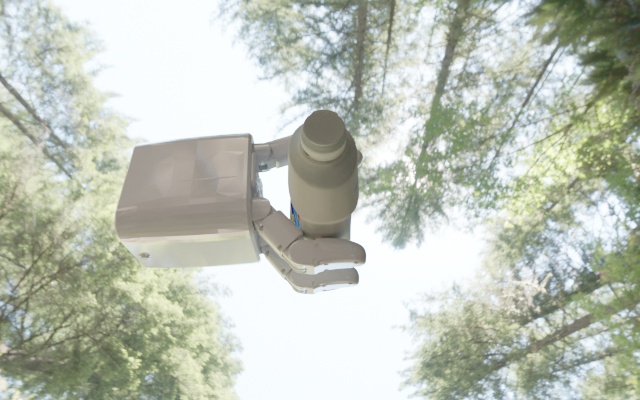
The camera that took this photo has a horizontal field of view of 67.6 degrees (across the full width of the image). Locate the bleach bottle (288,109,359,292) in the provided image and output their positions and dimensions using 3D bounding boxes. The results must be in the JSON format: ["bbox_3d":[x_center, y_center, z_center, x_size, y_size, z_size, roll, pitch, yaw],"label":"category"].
[{"bbox_3d":[0.000,0.002,0.427,0.068,0.102,0.251,-5,-27,-3],"label":"bleach bottle"}]
